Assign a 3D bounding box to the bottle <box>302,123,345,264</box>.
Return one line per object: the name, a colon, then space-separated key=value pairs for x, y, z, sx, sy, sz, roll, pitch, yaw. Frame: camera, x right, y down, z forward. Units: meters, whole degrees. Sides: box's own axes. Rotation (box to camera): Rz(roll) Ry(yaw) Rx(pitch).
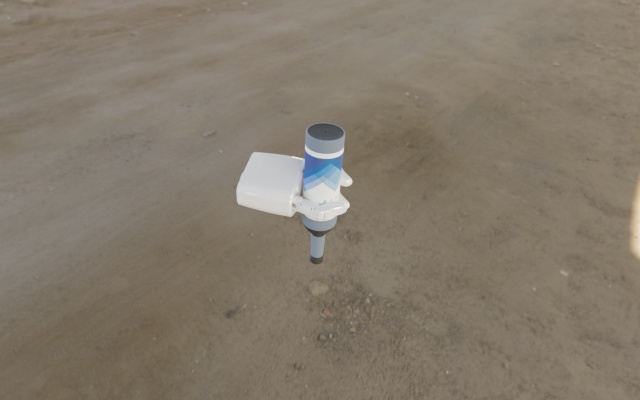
bottle: x=0.000 y=0.003 z=0.891 sx=0.069 sy=0.296 sz=0.069 roll=3 pitch=36 yaw=-2
